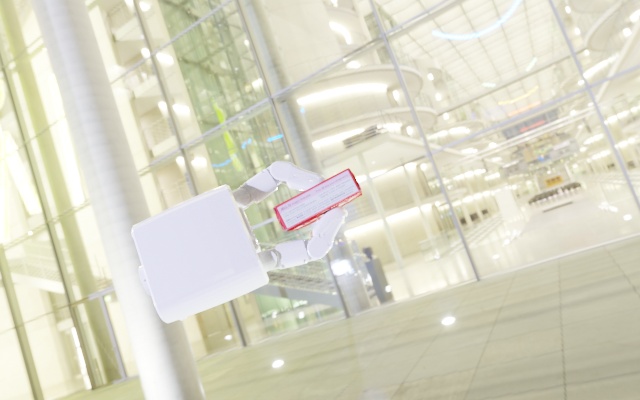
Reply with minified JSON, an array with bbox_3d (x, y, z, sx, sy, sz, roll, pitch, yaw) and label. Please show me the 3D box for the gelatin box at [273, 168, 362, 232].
[{"bbox_3d":[0.000,0.001,0.505,0.089,0.030,0.073,-29,-5,4],"label":"gelatin box"}]
